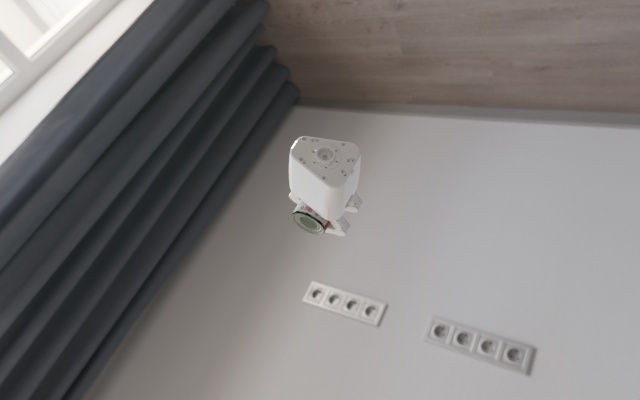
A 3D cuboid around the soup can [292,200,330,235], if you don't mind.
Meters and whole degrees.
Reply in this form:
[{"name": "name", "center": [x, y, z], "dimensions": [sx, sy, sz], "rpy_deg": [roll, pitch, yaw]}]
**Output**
[{"name": "soup can", "center": [0.000, 0.003, 0.866], "dimensions": [0.068, 0.102, 0.068], "rpy_deg": [23, -27, 13]}]
